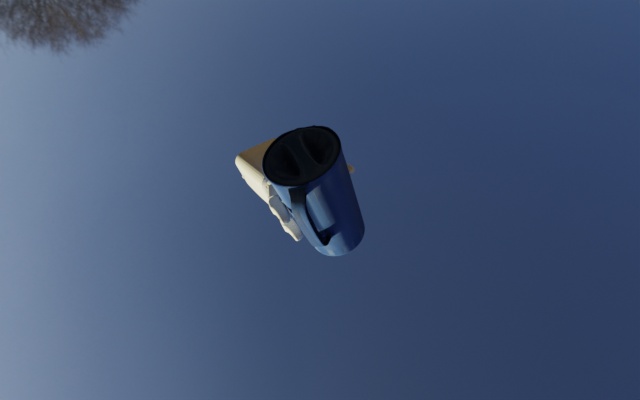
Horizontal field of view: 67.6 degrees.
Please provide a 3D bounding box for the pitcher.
[{"bbox_3d":[0.000,0.003,0.840,0.145,0.149,0.243,35,-19,39],"label":"pitcher"}]
